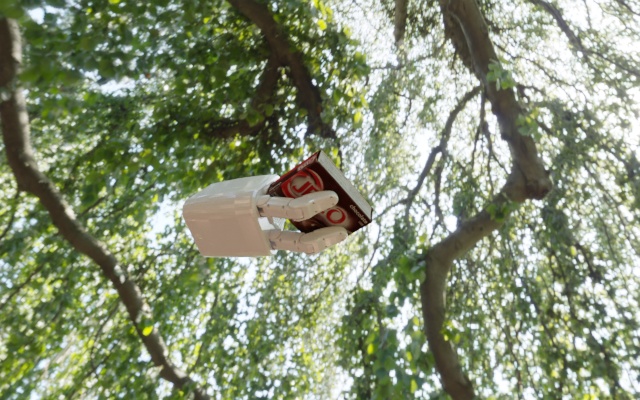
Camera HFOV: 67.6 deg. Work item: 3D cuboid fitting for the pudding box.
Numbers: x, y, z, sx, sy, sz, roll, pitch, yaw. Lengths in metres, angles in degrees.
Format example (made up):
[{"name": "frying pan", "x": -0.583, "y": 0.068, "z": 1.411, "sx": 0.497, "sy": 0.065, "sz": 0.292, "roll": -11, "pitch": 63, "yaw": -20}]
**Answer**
[{"name": "pudding box", "x": 0.000, "y": 0.002, "z": 0.618, "sx": 0.090, "sy": 0.113, "sz": 0.039, "roll": -33, "pitch": 23, "yaw": 29}]
